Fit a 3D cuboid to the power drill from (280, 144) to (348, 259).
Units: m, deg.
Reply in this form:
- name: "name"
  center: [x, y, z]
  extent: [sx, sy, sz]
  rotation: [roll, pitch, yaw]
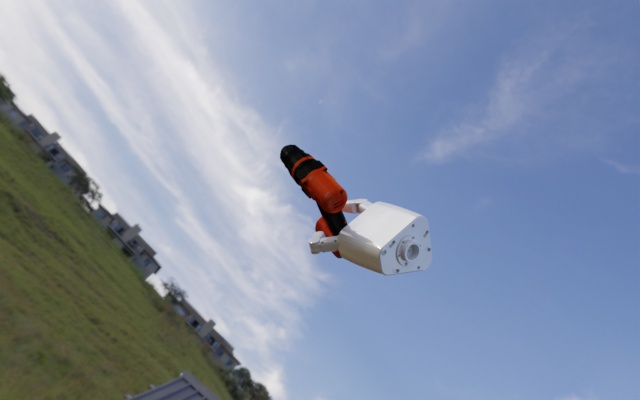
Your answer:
- name: "power drill"
  center: [0.000, 0.003, 0.846]
  extent: [0.057, 0.188, 0.184]
  rotation: [-33, 45, -8]
